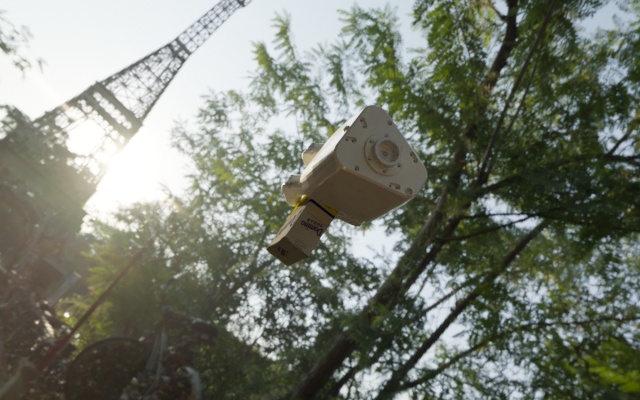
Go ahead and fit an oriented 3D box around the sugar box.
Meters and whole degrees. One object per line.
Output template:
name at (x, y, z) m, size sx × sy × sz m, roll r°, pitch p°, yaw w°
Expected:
sugar box at (0.000, 0.002, 0.646) m, size 0.048 × 0.176 × 0.093 m, roll 40°, pitch -24°, yaw -7°
